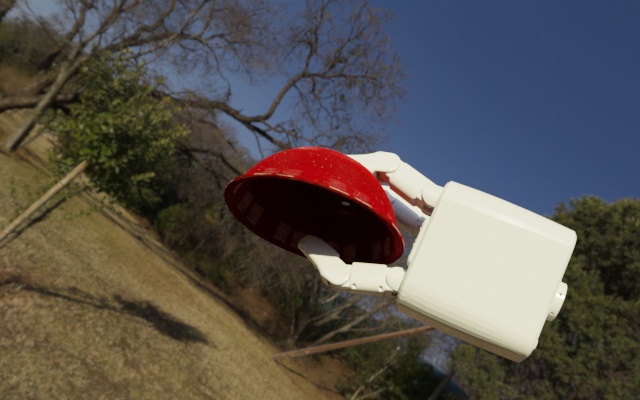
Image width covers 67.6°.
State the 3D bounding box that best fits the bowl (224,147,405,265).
[{"bbox_3d":[-0.001,0.001,0.424,0.162,0.055,0.162,15,-26,8],"label":"bowl"}]
